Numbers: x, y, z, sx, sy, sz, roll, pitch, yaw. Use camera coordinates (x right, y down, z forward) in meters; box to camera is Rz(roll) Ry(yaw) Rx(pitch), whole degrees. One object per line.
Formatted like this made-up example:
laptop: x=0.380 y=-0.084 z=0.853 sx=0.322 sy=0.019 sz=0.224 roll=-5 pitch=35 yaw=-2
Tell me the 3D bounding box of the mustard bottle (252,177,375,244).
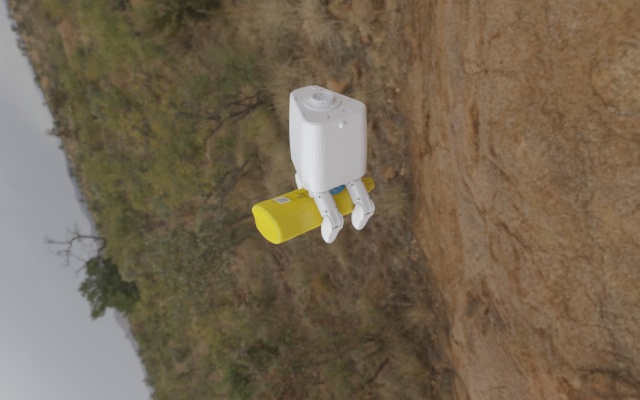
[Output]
mustard bottle: x=0.000 y=0.003 z=0.722 sx=0.191 sy=0.058 sz=0.096 roll=-22 pitch=18 yaw=-24
